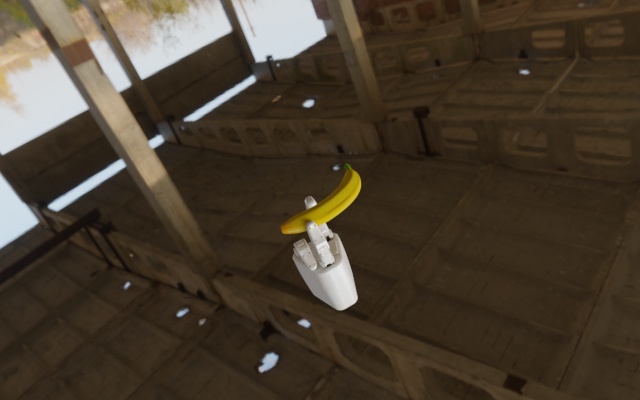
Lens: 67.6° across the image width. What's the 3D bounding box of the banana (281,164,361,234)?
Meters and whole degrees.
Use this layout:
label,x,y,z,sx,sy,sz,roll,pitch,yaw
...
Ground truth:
label,x,y,z,sx,sy,sz,roll,pitch,yaw
banana,0.015,0.004,0.865,0.069,0.037,0.197,12,46,46
